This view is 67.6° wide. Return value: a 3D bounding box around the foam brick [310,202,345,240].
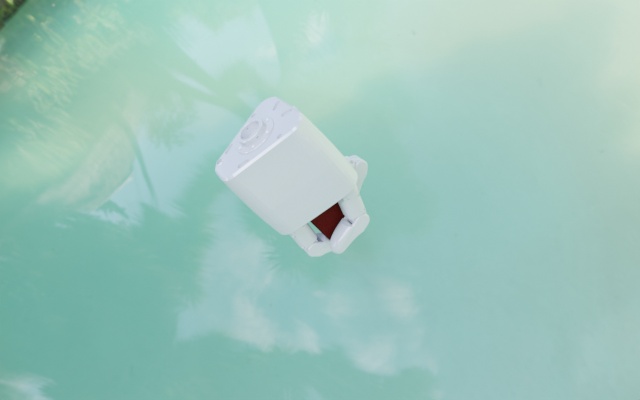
[{"bbox_3d":[0.000,0.002,0.595,0.051,0.053,0.078,46,-3,-39],"label":"foam brick"}]
